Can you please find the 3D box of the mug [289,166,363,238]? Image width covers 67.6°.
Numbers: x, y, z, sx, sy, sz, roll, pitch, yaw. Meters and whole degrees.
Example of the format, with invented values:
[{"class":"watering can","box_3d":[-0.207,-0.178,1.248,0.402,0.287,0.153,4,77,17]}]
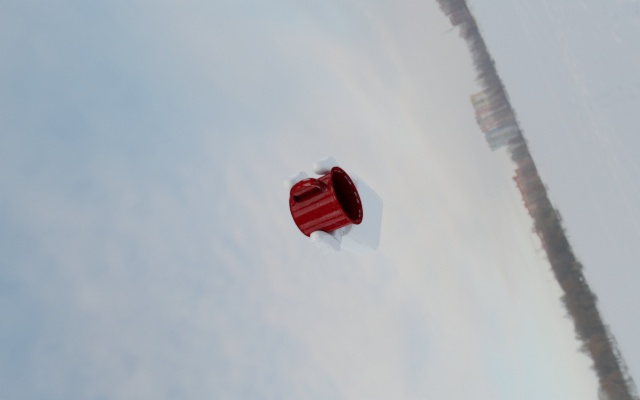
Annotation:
[{"class":"mug","box_3d":[-0.001,0.002,0.708,0.081,0.093,0.117,-24,-33,25]}]
